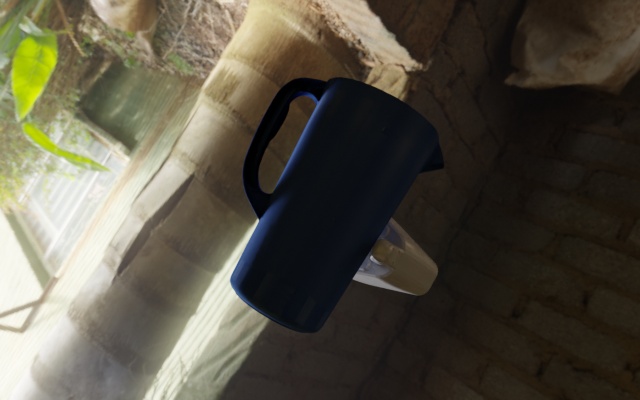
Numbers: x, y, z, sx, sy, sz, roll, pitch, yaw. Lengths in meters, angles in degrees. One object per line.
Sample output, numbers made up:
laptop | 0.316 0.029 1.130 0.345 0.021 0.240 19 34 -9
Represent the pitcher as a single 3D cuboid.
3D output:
pitcher | 0.000 0.002 0.496 0.149 0.243 0.145 27 -4 41
